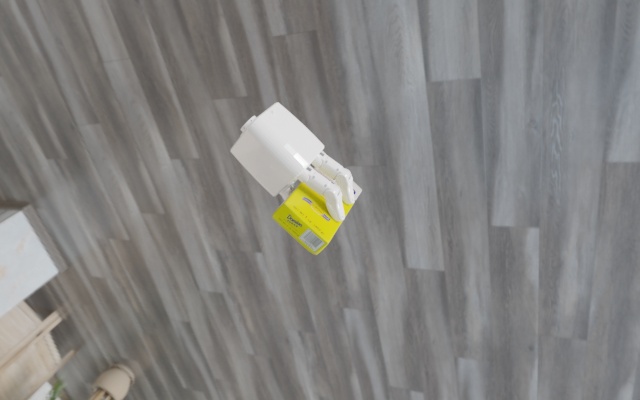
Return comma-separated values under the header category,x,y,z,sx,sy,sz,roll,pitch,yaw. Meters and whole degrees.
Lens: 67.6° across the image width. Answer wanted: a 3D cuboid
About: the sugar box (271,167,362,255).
category,x,y,z,sx,sy,sz,roll,pitch,yaw
sugar box,0.000,0.002,0.785,0.048,0.093,0.176,-43,7,39
